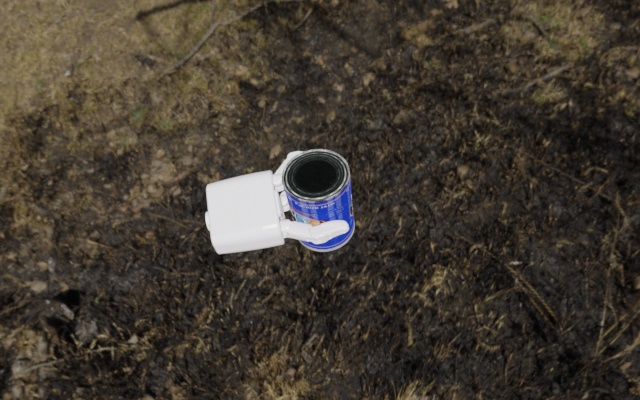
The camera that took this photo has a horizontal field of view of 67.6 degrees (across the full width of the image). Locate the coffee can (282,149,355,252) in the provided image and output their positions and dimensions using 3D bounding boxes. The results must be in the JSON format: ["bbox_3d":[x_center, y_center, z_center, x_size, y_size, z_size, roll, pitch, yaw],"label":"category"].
[{"bbox_3d":[0.000,0.003,0.762,0.103,0.102,0.140,0,-37,8],"label":"coffee can"}]
